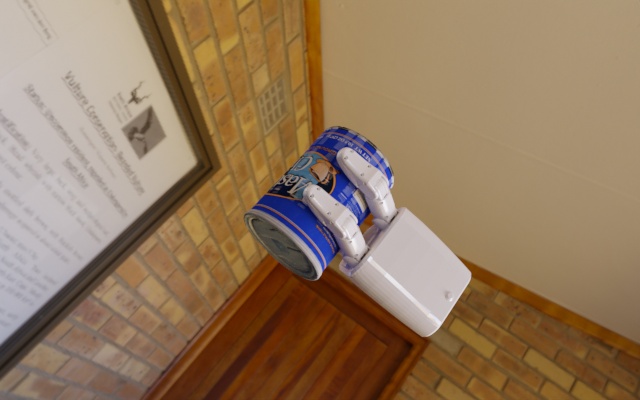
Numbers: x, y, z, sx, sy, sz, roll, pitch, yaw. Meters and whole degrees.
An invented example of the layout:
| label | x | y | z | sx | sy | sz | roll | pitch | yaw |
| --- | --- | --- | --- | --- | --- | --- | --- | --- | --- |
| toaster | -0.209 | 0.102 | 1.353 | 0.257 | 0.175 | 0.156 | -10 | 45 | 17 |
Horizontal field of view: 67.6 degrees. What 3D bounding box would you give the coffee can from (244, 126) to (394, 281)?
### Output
| label | x | y | z | sx | sy | sz | roll | pitch | yaw |
| --- | --- | --- | --- | --- | --- | --- | --- | --- | --- |
| coffee can | 0.000 | 0.002 | 0.527 | 0.140 | 0.103 | 0.103 | -49 | 23 | -22 |
